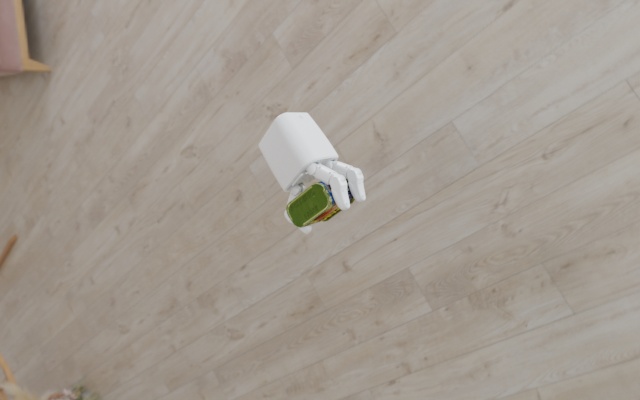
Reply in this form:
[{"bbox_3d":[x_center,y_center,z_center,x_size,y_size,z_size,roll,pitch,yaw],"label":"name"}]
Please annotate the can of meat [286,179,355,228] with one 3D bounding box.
[{"bbox_3d":[0.000,0.003,0.854,0.102,0.057,0.084,-37,-12,33],"label":"can of meat"}]
